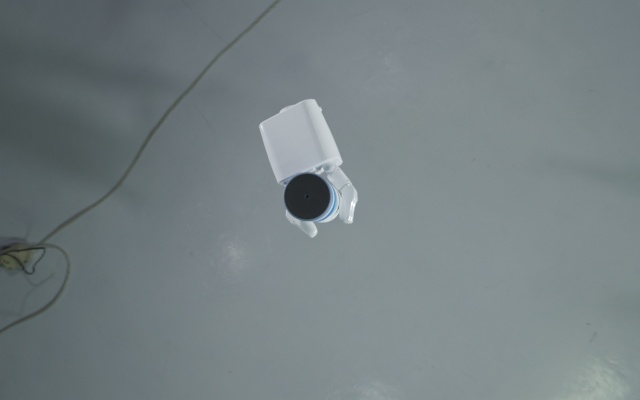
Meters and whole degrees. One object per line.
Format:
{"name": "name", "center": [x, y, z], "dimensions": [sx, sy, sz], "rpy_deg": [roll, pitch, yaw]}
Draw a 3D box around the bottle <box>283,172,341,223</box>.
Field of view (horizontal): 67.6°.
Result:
{"name": "bottle", "center": [0.000, 0.003, 0.782], "dimensions": [0.069, 0.069, 0.296], "rpy_deg": [0, -3, 7]}
